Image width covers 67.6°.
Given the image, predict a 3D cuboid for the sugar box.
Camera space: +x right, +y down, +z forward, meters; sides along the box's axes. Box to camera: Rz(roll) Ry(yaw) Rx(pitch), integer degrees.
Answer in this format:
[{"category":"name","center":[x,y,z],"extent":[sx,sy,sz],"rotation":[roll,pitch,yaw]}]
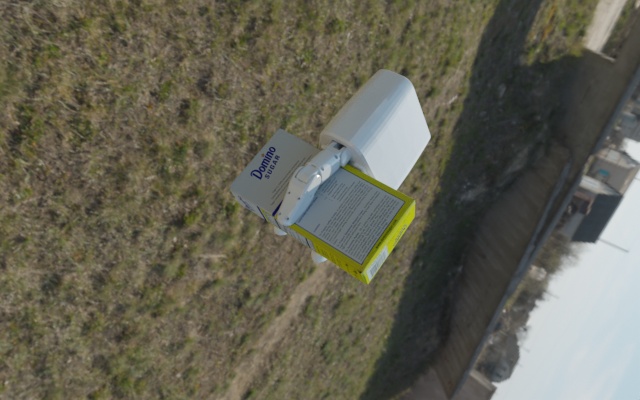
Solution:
[{"category":"sugar box","center":[0.000,0.002,0.505],"extent":[0.176,0.093,0.048],"rotation":[30,-18,25]}]
